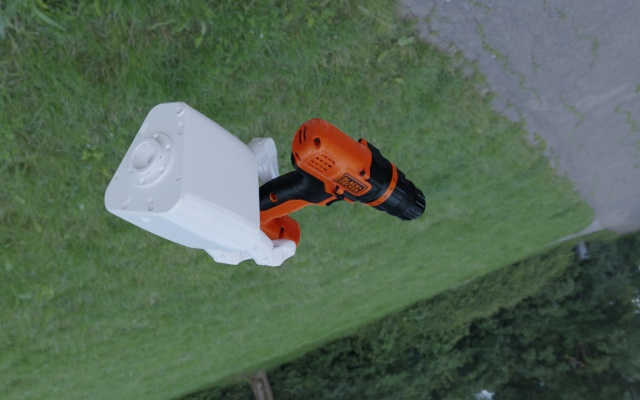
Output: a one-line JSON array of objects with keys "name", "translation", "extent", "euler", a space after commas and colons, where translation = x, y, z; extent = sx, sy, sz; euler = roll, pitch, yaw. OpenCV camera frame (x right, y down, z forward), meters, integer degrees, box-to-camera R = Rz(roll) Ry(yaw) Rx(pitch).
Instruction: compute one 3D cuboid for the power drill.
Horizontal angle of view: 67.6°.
[{"name": "power drill", "translation": [0.000, 0.002, 0.532], "extent": [0.188, 0.057, 0.184], "euler": [-31, -46, 34]}]
